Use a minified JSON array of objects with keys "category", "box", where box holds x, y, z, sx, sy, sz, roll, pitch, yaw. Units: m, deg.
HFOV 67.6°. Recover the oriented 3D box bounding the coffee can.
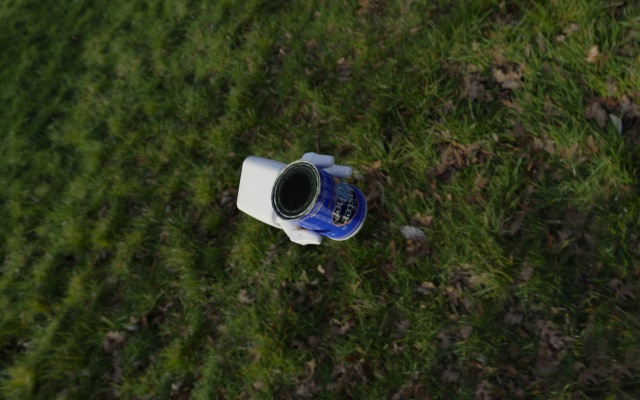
[{"category":"coffee can","box":[0.000,0.003,0.811,0.103,0.102,0.140,0,-16,38]}]
